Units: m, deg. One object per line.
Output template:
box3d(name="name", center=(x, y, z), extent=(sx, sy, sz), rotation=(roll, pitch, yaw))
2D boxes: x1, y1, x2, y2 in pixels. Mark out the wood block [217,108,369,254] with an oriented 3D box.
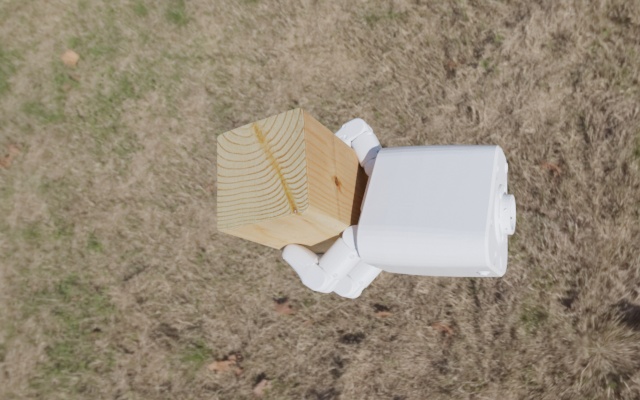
box3d(name="wood block", center=(0.000, 0.001, 0.470), extent=(0.090, 0.090, 0.206), rotation=(-14, -22, 26))
